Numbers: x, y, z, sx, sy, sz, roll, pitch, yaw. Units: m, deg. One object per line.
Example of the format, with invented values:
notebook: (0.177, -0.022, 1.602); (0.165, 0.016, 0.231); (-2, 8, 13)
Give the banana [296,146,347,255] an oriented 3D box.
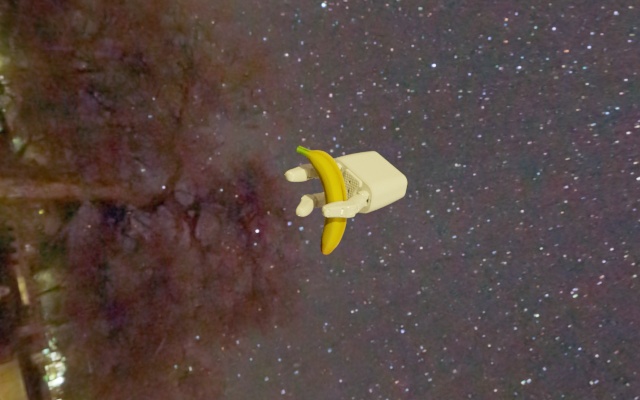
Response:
banana: (0.014, -0.001, 0.814); (0.069, 0.198, 0.037); (-3, 15, 37)
